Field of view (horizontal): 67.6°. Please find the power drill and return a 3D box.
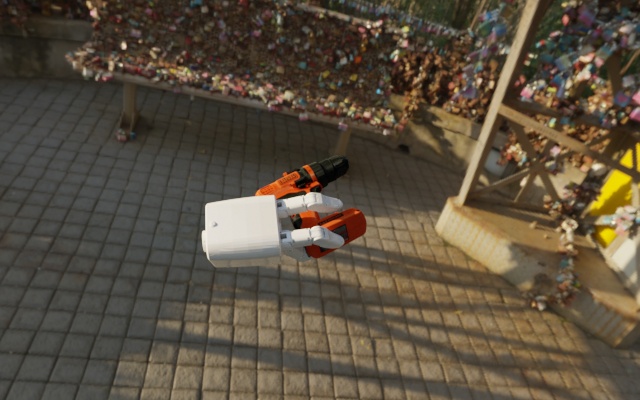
[{"bbox_3d":[0.000,0.003,0.810,0.184,0.057,0.187,-28,40,-12],"label":"power drill"}]
